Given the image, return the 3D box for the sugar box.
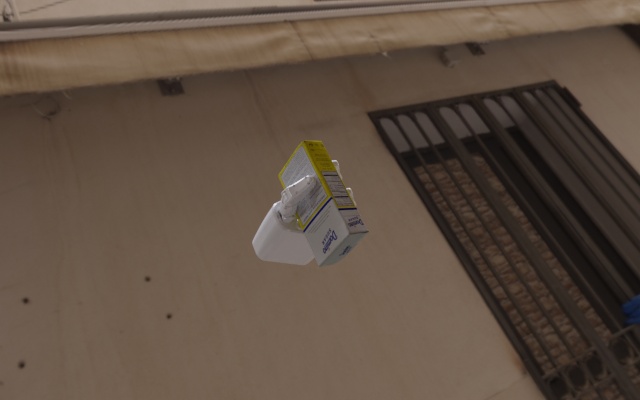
[{"bbox_3d":[0.000,0.002,0.735,0.048,0.176,0.093,-5,-33,-39],"label":"sugar box"}]
